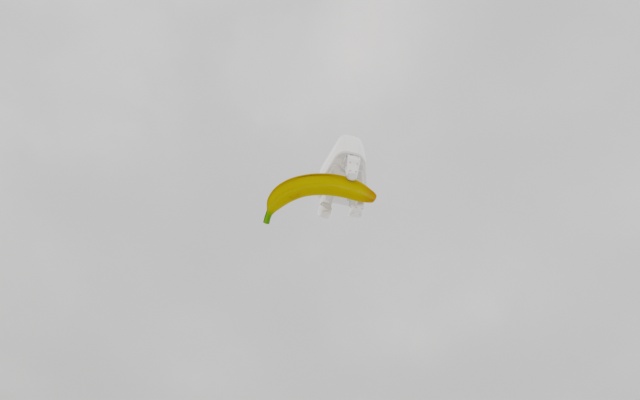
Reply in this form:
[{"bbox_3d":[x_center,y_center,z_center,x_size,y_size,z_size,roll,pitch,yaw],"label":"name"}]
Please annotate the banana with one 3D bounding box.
[{"bbox_3d":[-0.007,-0.014,0.807,0.198,0.070,0.037,-11,22,6],"label":"banana"}]
